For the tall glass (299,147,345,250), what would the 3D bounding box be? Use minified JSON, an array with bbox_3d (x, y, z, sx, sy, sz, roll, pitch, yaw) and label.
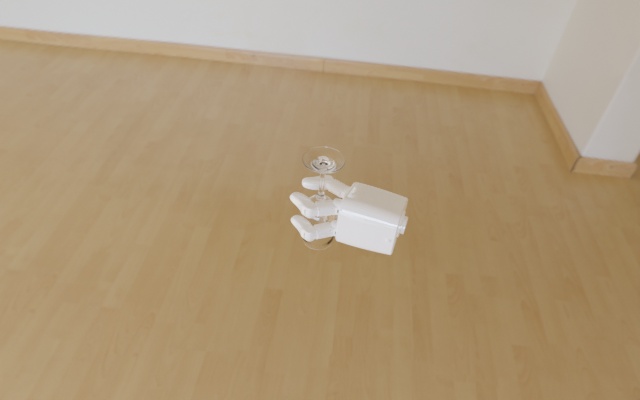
[{"bbox_3d":[0.000,0.002,0.888,0.079,0.201,0.079,3,42,-2],"label":"tall glass"}]
